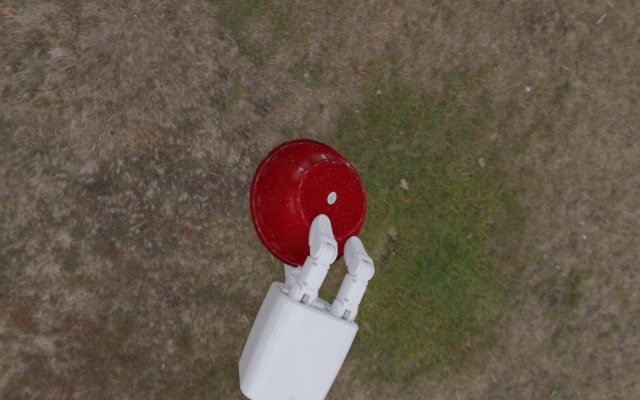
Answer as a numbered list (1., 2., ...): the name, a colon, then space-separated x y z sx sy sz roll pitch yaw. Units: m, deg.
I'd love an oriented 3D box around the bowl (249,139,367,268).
1. bowl: 0.000 0.000 0.566 0.162 0.162 0.055 0 -5 -33
